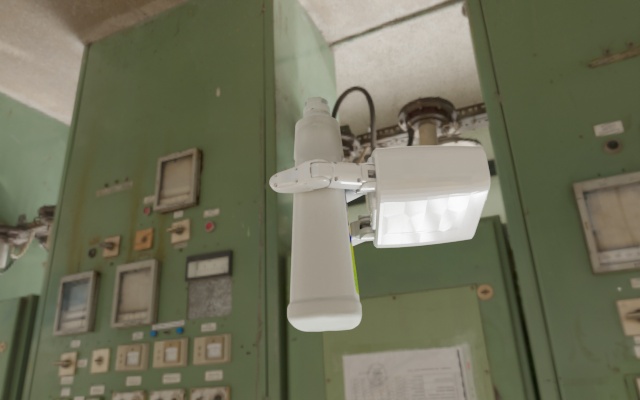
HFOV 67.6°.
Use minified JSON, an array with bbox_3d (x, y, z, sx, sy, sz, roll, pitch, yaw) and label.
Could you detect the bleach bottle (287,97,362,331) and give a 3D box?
[{"bbox_3d":[0.000,0.002,0.495,0.068,0.250,0.103,-3,-22,2],"label":"bleach bottle"}]
